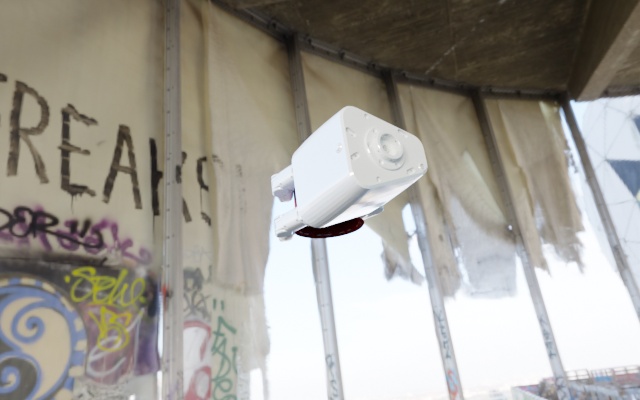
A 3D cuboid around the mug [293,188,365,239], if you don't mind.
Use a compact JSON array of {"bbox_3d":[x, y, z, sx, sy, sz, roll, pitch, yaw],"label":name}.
[{"bbox_3d":[-0.001,0.002,0.637,0.093,0.081,0.117,7,-25,-31],"label":"mug"}]
